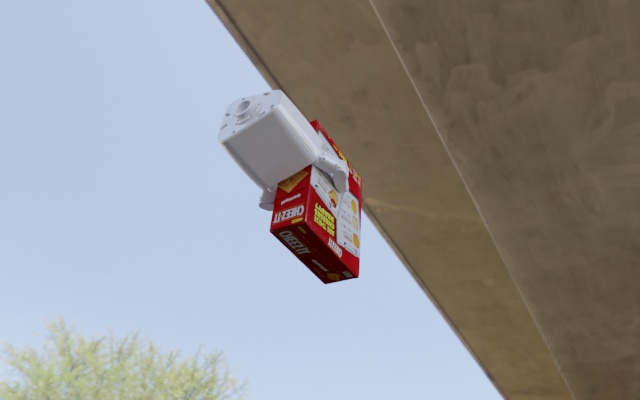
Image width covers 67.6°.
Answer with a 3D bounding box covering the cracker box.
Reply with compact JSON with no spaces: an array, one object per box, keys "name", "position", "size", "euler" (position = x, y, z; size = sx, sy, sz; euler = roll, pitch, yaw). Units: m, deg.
[{"name":"cracker box","position":[0.000,0.002,0.775],"size":[0.072,0.213,0.164],"euler":[-18,-45,26]}]
